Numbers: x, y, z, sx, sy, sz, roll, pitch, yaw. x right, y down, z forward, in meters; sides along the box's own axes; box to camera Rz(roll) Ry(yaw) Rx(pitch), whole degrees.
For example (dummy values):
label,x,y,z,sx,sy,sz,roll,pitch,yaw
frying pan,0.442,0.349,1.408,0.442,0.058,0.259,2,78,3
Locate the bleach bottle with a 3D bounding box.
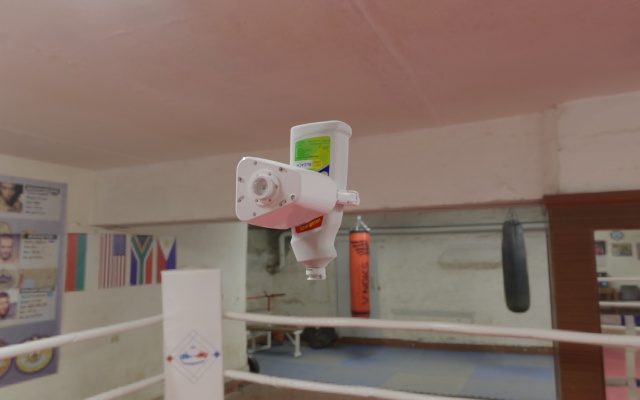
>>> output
label,x,y,z,sx,sy,sz,roll,pitch,yaw
bleach bottle,0.000,0.003,0.781,0.102,0.251,0.068,-4,-8,25
